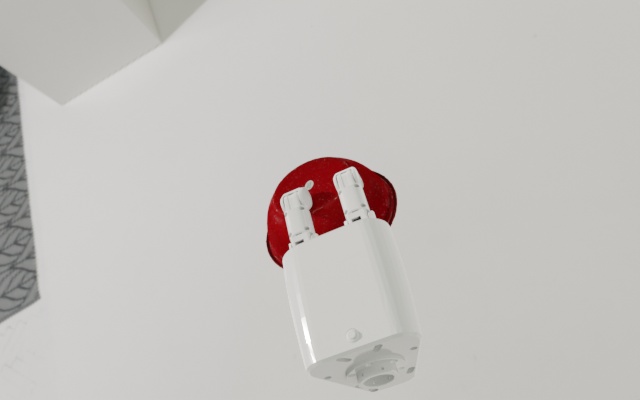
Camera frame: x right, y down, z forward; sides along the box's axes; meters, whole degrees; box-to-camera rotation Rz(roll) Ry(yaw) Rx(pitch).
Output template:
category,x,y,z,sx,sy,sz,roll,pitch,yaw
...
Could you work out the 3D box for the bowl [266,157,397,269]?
category,x,y,z,sx,sy,sz,roll,pitch,yaw
bowl,-0.001,0.001,0.531,0.162,0.162,0.055,0,-44,34
